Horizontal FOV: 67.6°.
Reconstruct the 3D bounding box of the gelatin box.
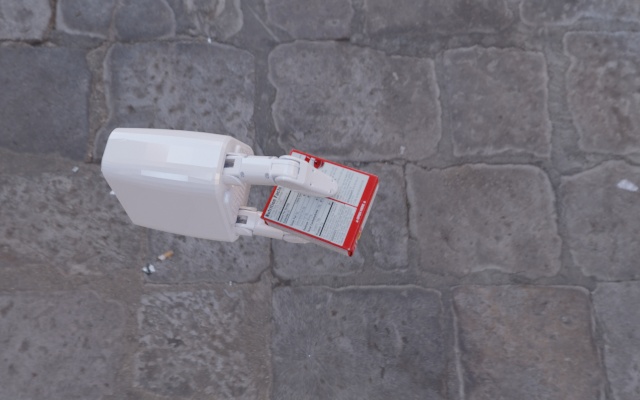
[{"bbox_3d":[0.000,0.001,0.438,0.089,0.073,0.030,19,-16,13],"label":"gelatin box"}]
